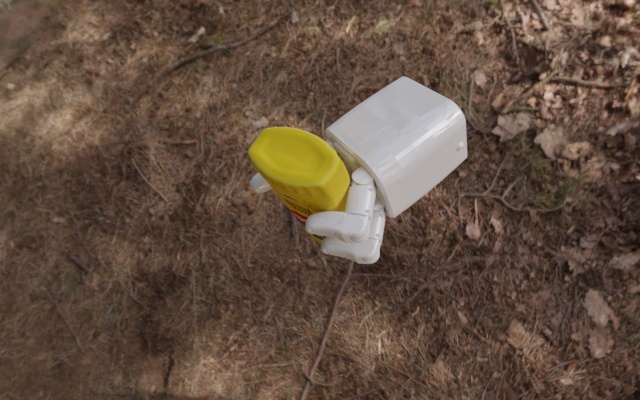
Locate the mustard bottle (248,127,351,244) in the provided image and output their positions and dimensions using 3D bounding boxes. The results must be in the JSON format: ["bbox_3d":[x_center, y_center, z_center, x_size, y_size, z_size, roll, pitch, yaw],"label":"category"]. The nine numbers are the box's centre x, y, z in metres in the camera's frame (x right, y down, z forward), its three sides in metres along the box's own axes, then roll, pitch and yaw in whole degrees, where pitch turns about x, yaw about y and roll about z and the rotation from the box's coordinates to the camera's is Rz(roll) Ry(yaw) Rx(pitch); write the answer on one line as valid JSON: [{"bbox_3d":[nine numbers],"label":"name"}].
[{"bbox_3d":[0.000,0.002,0.510,0.096,0.058,0.192,23,-18,28],"label":"mustard bottle"}]
